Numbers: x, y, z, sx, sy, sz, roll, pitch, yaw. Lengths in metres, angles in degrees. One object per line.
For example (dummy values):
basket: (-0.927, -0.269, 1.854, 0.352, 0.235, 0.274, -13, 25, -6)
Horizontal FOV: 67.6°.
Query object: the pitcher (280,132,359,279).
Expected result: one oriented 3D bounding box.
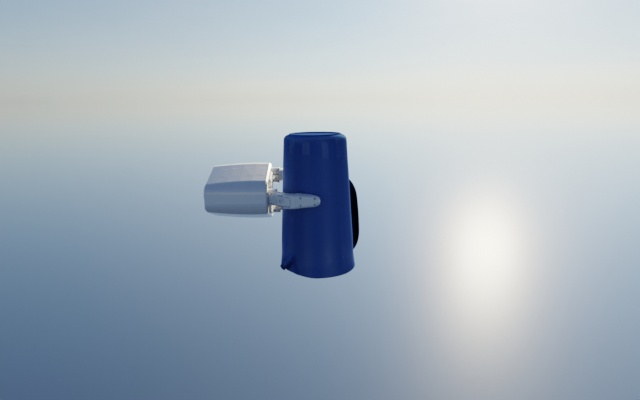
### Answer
pitcher: (0.000, 0.003, 0.842, 0.145, 0.243, 0.149, -1, 12, 1)
